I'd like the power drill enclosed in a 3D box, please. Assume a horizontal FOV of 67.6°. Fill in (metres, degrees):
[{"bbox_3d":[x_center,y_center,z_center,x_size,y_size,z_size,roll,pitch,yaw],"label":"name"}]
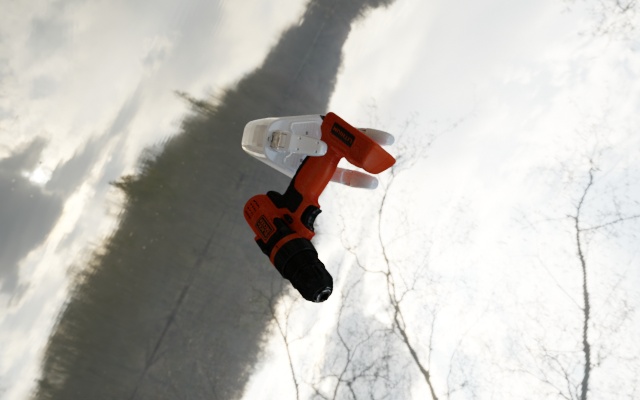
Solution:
[{"bbox_3d":[0.000,0.001,0.560,0.057,0.187,0.184,31,11,-47],"label":"power drill"}]
